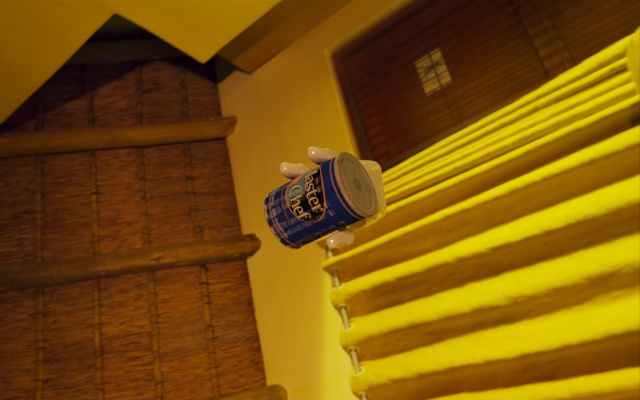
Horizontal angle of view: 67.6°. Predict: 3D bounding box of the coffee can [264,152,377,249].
[{"bbox_3d":[0.000,0.002,0.724,0.140,0.102,0.103,-26,-13,28],"label":"coffee can"}]
